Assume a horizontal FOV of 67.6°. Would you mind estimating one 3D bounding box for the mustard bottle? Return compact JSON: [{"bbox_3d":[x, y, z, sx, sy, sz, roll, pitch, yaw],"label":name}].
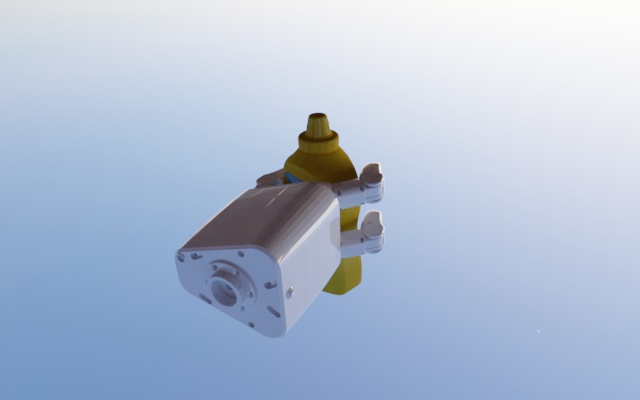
[{"bbox_3d":[0.000,0.002,0.506,0.058,0.192,0.096,-24,36,-34],"label":"mustard bottle"}]
